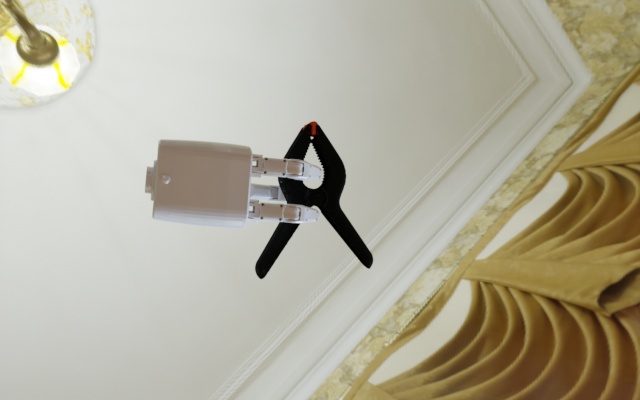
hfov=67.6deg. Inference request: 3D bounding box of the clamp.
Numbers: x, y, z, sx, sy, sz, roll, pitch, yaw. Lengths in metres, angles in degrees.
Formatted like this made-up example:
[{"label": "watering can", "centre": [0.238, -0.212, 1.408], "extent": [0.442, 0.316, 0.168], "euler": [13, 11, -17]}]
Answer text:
[{"label": "clamp", "centre": [0.000, 0.002, 0.642], "extent": [0.164, 0.210, 0.036], "euler": [5, -2, -21]}]
